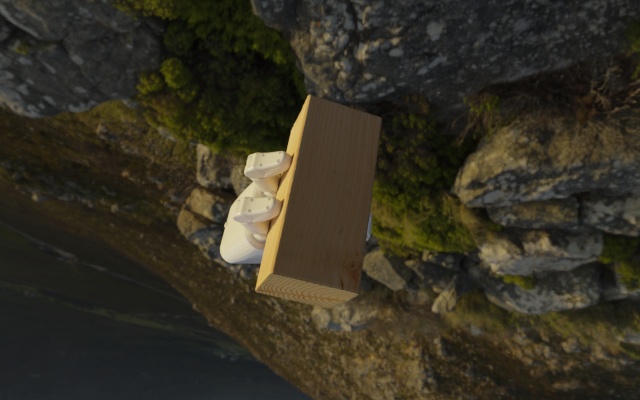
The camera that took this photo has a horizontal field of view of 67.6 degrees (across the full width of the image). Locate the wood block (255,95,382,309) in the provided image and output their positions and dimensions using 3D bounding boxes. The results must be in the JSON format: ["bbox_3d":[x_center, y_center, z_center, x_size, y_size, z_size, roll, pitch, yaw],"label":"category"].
[{"bbox_3d":[0.000,0.002,0.526,0.091,0.206,0.090,16,-25,-12],"label":"wood block"}]
